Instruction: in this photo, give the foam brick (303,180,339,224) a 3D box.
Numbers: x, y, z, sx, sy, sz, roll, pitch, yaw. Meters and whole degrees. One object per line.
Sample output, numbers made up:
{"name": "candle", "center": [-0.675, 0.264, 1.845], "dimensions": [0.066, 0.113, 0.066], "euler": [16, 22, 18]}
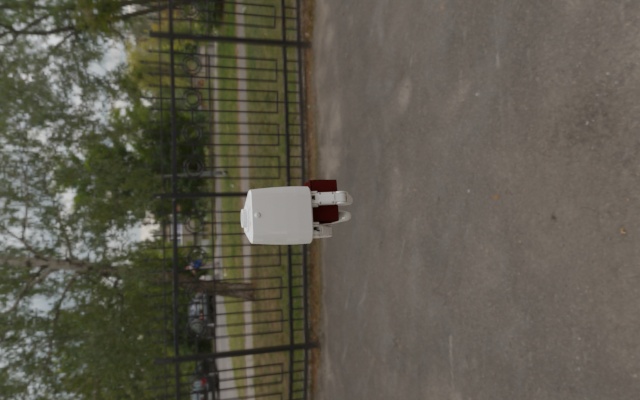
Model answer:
{"name": "foam brick", "center": [0.000, 0.003, 0.872], "dimensions": [0.051, 0.078, 0.053], "euler": [-1, -8, -16]}
